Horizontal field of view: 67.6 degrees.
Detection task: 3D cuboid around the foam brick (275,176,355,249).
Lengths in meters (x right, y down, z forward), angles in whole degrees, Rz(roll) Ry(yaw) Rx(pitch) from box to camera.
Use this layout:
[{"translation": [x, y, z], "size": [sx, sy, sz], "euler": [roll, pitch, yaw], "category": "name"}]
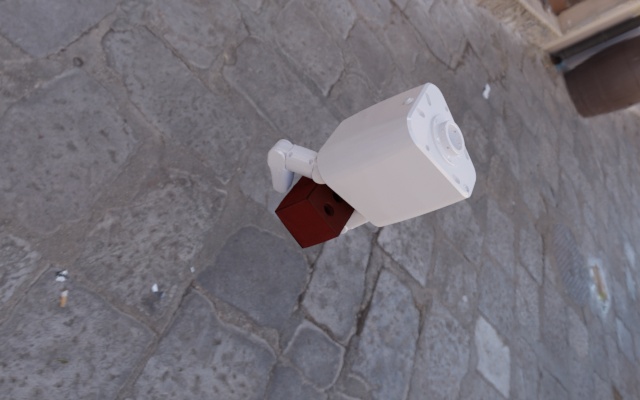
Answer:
[{"translation": [0.000, 0.002, 0.499], "size": [0.051, 0.053, 0.078], "euler": [-20, 25, 41], "category": "foam brick"}]
